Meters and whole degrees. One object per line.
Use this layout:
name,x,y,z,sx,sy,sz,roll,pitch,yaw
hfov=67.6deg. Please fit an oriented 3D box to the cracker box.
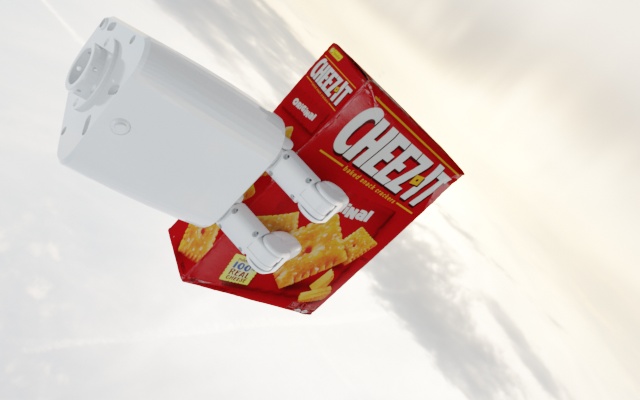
cracker box,0.000,0.001,0.422,0.164,0.214,0.072,30,22,-45
